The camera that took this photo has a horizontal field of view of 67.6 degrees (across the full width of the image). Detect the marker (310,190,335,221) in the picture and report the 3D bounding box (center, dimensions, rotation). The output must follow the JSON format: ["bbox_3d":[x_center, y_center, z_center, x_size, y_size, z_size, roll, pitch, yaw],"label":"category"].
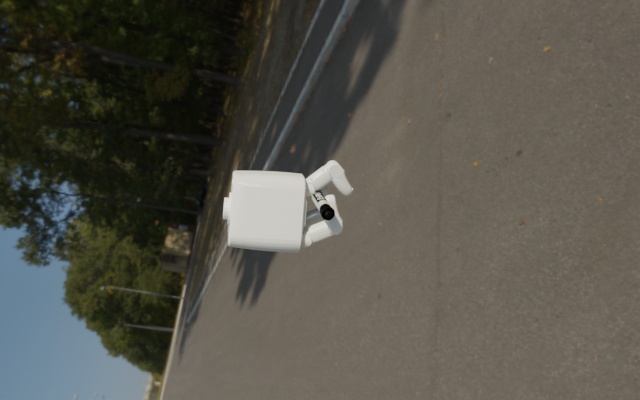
[{"bbox_3d":[0.000,0.002,0.685,0.020,0.020,0.121,0,17,-11],"label":"marker"}]
